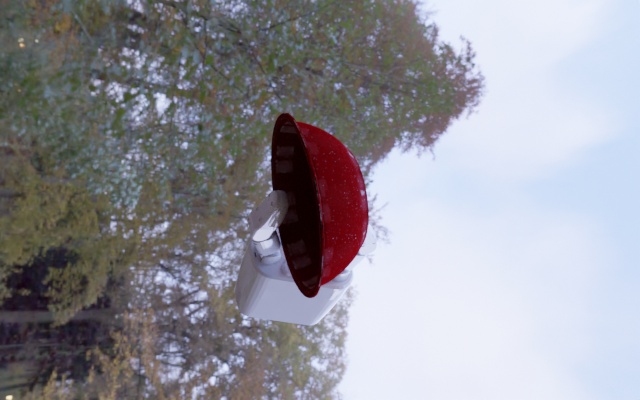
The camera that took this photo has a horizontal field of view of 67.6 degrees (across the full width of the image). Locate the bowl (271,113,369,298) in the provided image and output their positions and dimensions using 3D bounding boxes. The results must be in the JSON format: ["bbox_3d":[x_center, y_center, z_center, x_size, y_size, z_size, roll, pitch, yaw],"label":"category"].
[{"bbox_3d":[0.001,0.001,0.423,0.055,0.162,0.162,-8,2,-16],"label":"bowl"}]
